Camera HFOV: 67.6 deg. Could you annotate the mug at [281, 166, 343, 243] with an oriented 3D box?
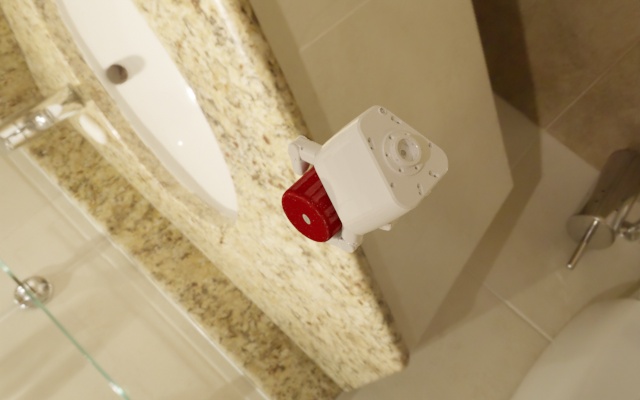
[{"bbox_3d":[-0.001,0.002,0.616,0.081,0.093,0.117,-44,4,-29],"label":"mug"}]
